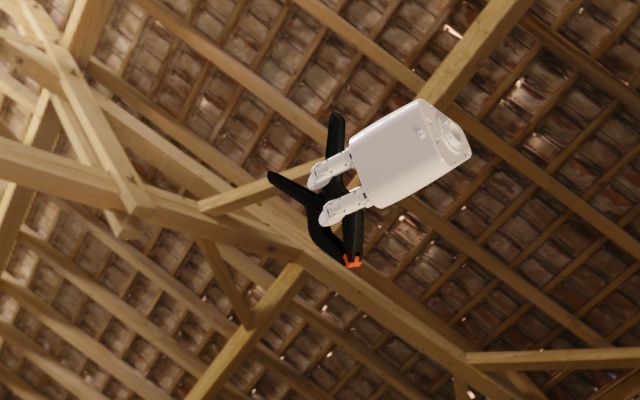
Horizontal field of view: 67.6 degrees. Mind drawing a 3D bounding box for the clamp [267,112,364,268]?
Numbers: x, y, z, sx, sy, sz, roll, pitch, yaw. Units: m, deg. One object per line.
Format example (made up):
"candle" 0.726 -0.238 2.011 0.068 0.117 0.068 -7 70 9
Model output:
"clamp" 0.001 0.003 0.688 0.164 0.210 0.036 -30 -20 37
